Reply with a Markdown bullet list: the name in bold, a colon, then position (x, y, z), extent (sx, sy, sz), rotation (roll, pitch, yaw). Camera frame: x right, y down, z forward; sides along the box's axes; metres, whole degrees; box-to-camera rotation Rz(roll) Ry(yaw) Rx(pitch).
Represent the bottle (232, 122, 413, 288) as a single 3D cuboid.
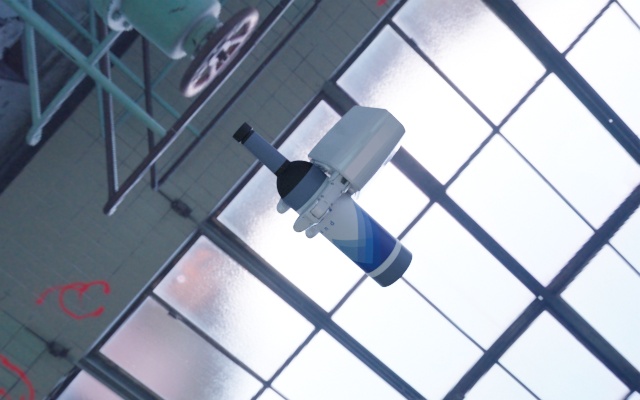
- **bottle**: position (0.000, 0.002, 0.657), extent (0.296, 0.069, 0.069), rotation (42, -9, -10)
